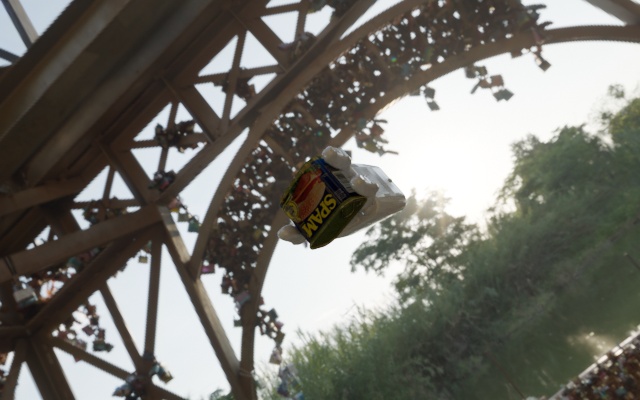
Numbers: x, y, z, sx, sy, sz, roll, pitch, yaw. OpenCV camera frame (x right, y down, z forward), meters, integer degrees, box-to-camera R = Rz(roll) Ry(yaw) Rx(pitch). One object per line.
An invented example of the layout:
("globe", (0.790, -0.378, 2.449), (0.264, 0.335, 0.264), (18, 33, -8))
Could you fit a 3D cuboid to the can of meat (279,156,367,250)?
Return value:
("can of meat", (0.000, 0.002, 0.652), (0.057, 0.084, 0.102), (-9, -36, -52))
